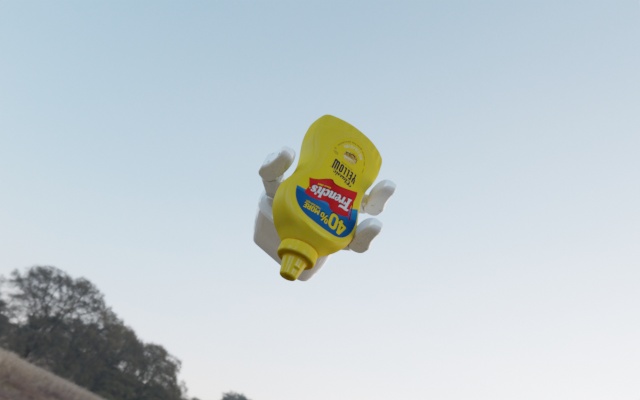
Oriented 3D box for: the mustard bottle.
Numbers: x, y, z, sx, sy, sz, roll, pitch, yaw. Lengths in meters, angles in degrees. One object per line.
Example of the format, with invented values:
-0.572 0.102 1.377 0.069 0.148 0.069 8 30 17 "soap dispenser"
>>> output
0.000 0.001 0.521 0.096 0.191 0.058 38 -34 -21 "mustard bottle"
